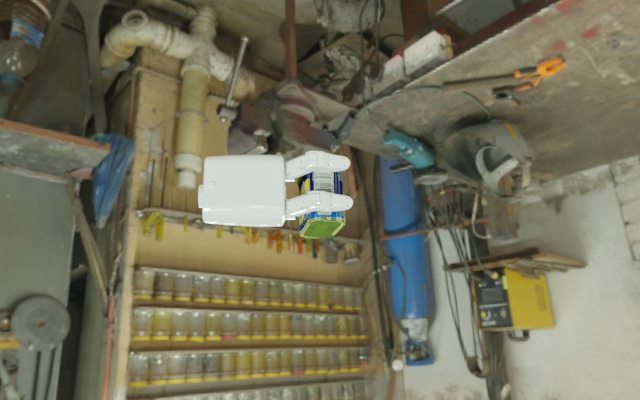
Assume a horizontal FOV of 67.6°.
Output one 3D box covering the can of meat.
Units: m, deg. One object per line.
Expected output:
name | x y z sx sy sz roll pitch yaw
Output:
can of meat | 0.000 0.003 0.676 0.057 0.084 0.102 2 -18 -11
